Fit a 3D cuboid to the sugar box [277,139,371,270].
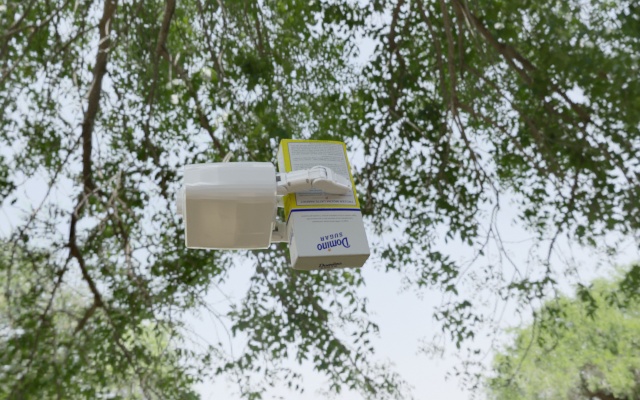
[{"bbox_3d":[0.000,0.002,0.616,0.093,0.176,0.048,0,-31,-15],"label":"sugar box"}]
